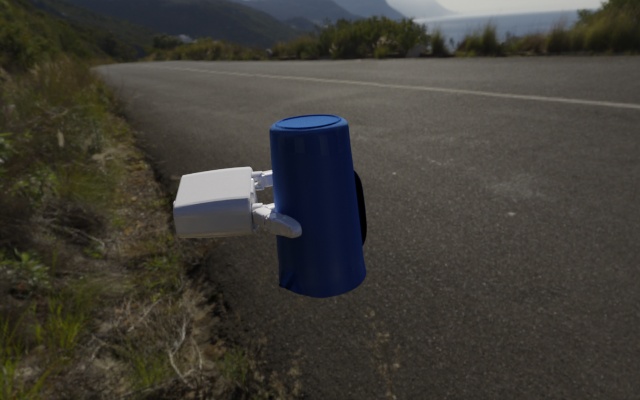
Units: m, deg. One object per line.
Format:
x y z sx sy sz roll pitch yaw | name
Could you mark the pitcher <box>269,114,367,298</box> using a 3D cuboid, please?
0.000 0.002 0.691 0.145 0.243 0.149 -5 20 -1 | pitcher
